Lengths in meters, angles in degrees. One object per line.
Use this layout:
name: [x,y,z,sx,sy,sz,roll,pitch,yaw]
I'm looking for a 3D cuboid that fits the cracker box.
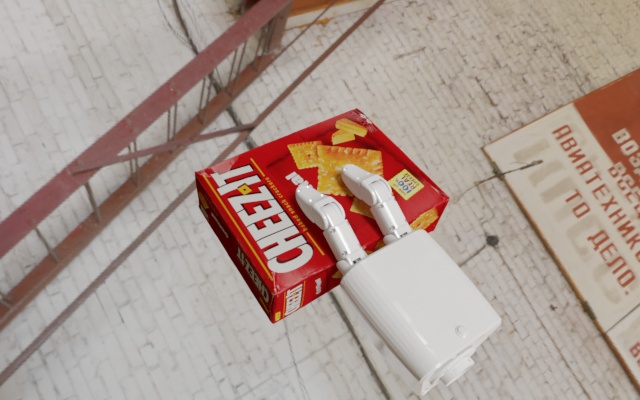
cracker box: [0.000,0.002,0.509,0.213,0.164,0.072,-25,-31,-24]
